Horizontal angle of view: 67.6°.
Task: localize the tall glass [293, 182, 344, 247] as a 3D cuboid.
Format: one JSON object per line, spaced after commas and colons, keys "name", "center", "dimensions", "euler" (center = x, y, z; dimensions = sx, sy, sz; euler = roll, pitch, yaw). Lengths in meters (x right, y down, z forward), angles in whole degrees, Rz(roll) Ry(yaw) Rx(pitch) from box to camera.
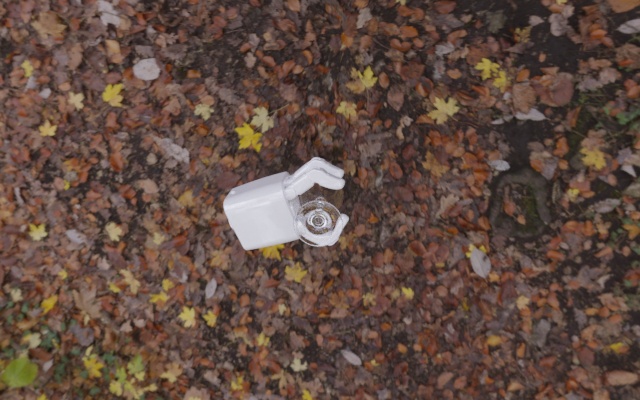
{"name": "tall glass", "center": [0.000, 0.003, 0.805], "dimensions": [0.079, 0.079, 0.201], "euler": [0, 19, 3]}
